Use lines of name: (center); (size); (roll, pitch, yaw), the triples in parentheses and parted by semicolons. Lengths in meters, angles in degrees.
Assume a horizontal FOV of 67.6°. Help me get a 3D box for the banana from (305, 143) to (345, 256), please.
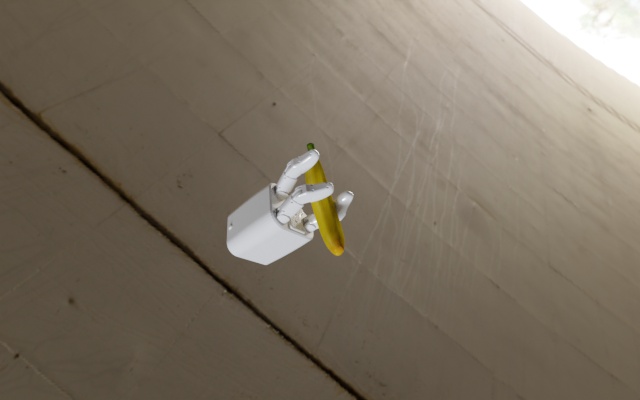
banana: (0.003, 0.007, 0.768); (0.037, 0.197, 0.070); (-19, -25, 5)
